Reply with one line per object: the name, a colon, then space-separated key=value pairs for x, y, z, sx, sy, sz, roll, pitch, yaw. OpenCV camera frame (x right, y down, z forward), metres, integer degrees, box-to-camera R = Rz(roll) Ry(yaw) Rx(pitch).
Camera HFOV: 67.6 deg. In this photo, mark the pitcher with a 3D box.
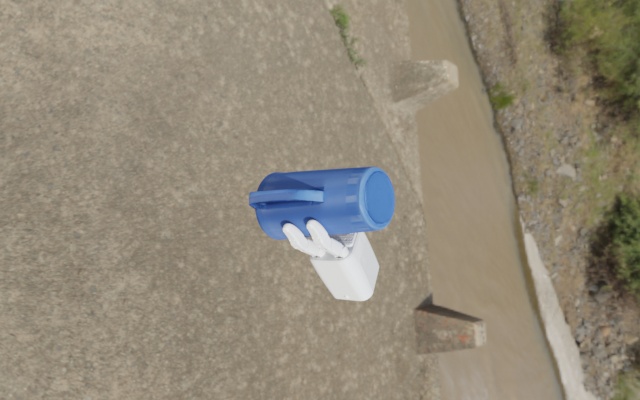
pitcher: x=0.000 y=0.003 z=0.859 sx=0.243 sy=0.145 sz=0.149 roll=-5 pitch=33 yaw=40
